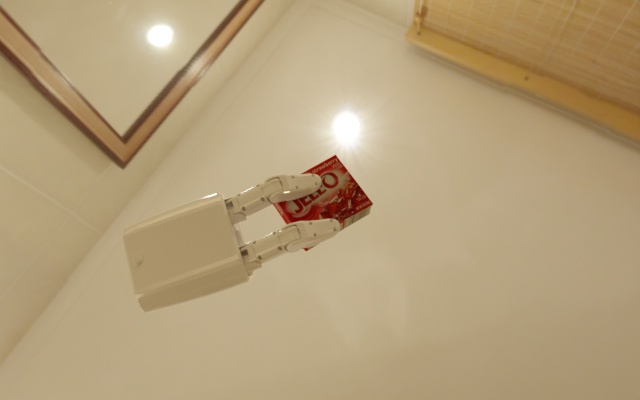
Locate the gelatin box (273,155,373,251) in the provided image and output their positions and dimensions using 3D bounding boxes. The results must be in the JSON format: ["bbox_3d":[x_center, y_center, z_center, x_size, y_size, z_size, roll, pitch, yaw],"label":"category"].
[{"bbox_3d":[0.000,0.002,0.520,0.089,0.073,0.030,-29,-21,-17],"label":"gelatin box"}]
